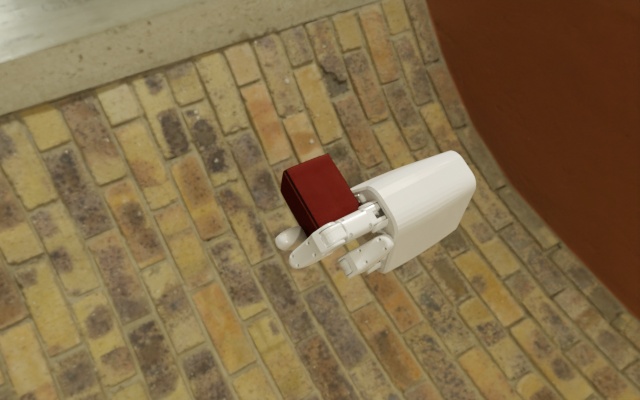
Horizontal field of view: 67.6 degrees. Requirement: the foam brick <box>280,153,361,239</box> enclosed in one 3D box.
[{"bbox_3d":[0.000,0.001,0.488,0.051,0.078,0.053,-26,-14,-18],"label":"foam brick"}]
